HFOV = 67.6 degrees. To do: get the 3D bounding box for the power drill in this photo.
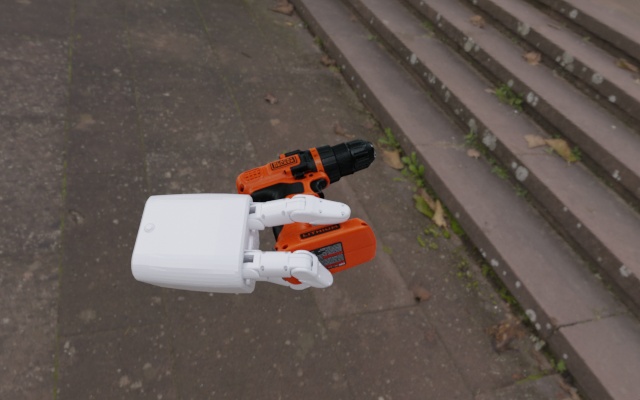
[{"bbox_3d":[0.000,0.002,0.562,0.184,0.057,0.187,-19,38,-4],"label":"power drill"}]
